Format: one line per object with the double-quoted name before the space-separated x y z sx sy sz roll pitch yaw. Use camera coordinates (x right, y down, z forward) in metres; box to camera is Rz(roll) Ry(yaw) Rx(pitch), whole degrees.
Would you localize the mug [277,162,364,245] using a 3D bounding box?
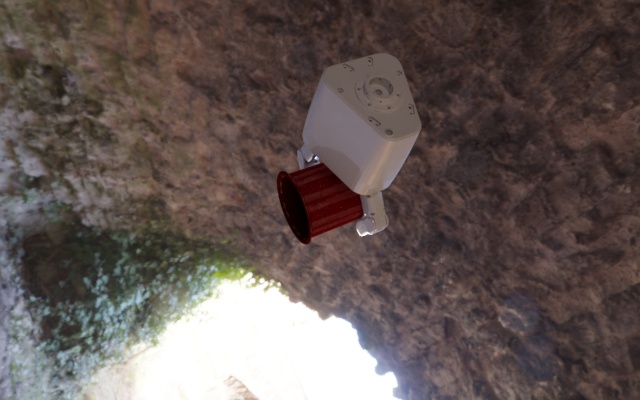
"mug" 0.000 0.003 0.596 0.081 0.093 0.117 -20 -21 -20
